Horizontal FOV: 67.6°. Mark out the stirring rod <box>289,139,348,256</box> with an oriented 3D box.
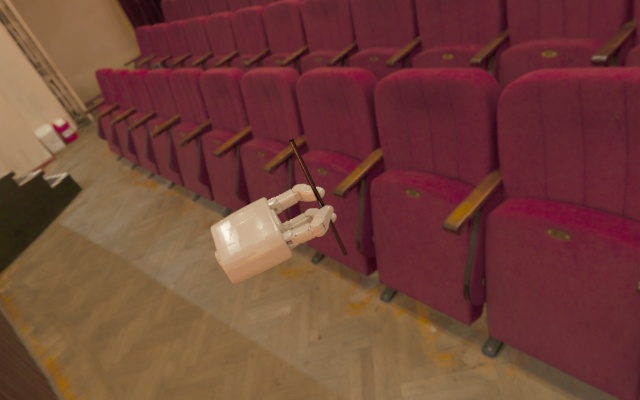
[{"bbox_3d":[0.000,0.003,0.781,0.011,0.240,0.011,-18,32,12],"label":"stirring rod"}]
